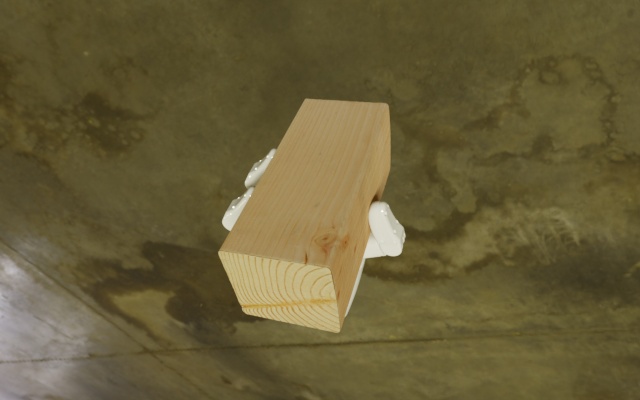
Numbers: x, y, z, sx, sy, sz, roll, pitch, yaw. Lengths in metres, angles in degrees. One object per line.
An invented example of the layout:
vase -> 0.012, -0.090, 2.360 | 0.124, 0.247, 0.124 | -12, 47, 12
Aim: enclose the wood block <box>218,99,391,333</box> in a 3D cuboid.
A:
wood block -> 0.000, 0.002, 0.440 | 0.091, 0.090, 0.206 | 7, 47, 17
